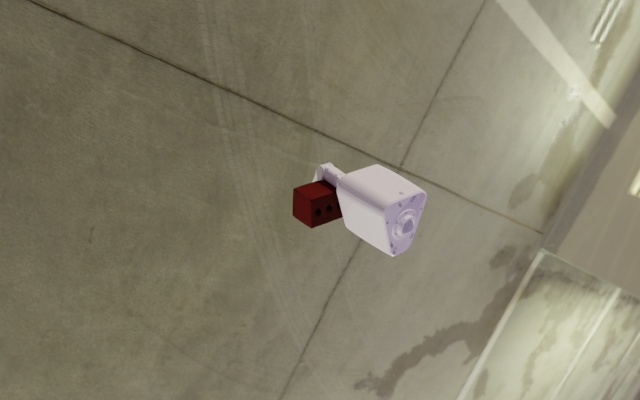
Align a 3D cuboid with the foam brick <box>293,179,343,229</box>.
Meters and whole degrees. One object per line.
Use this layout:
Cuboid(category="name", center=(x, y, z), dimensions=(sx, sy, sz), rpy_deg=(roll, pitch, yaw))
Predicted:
Cuboid(category="foam brick", center=(0.000, 0.003, 0.779), dimensions=(0.078, 0.053, 0.051), rpy_deg=(-19, 36, -31))
